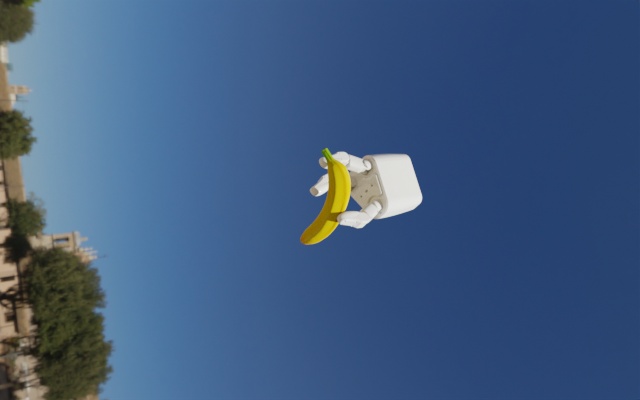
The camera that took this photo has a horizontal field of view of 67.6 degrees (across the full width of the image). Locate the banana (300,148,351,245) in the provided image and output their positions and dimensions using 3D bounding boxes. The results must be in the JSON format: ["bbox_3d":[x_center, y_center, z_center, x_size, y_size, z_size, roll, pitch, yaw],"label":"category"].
[{"bbox_3d":[0.013,0.009,0.834,0.037,0.198,0.069,-14,40,-42],"label":"banana"}]
